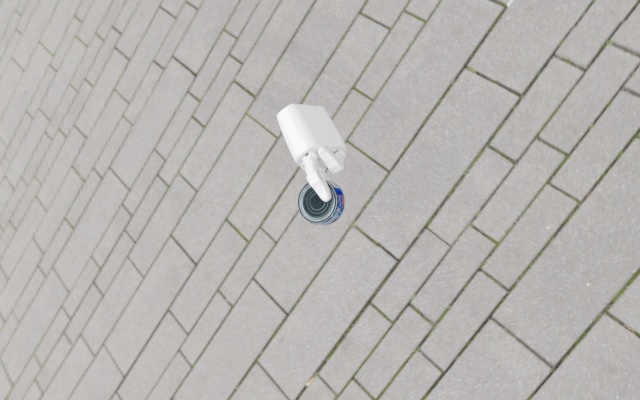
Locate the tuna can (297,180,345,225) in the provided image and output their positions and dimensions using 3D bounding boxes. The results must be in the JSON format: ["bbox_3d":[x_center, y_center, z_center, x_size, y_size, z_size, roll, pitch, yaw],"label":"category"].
[{"bbox_3d":[0.000,0.003,0.892,0.086,0.086,0.034,0,-4,26],"label":"tuna can"}]
